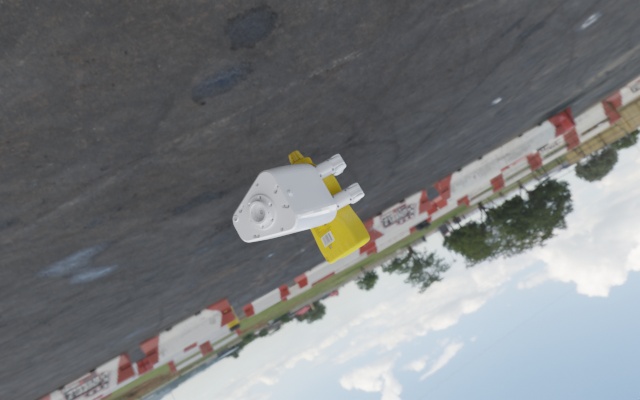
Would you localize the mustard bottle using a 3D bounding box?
[{"bbox_3d":[0.000,0.003,0.783,0.058,0.191,0.096,-23,-12,-36],"label":"mustard bottle"}]
